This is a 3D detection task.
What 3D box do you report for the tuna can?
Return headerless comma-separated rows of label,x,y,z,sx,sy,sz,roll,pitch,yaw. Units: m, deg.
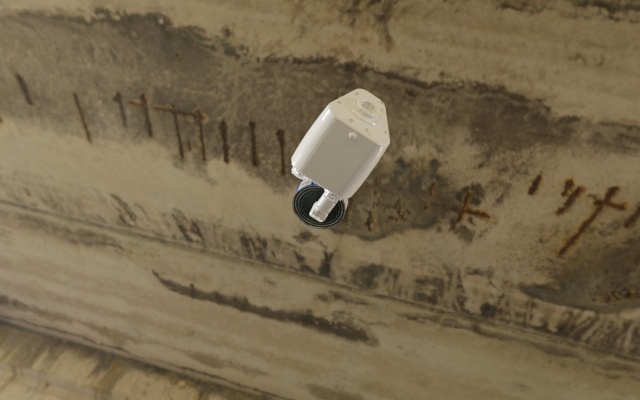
tuna can,0.000,0.002,0.761,0.086,0.086,0.033,0,36,15
